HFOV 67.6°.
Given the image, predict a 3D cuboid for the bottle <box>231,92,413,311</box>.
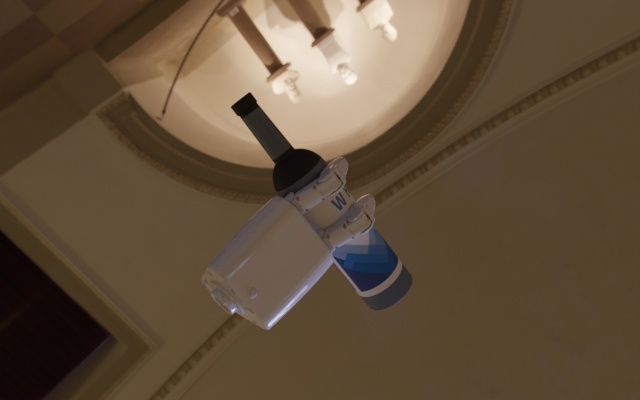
[{"bbox_3d":[0.000,0.002,0.558,0.069,0.296,0.069,-35,16,12],"label":"bottle"}]
